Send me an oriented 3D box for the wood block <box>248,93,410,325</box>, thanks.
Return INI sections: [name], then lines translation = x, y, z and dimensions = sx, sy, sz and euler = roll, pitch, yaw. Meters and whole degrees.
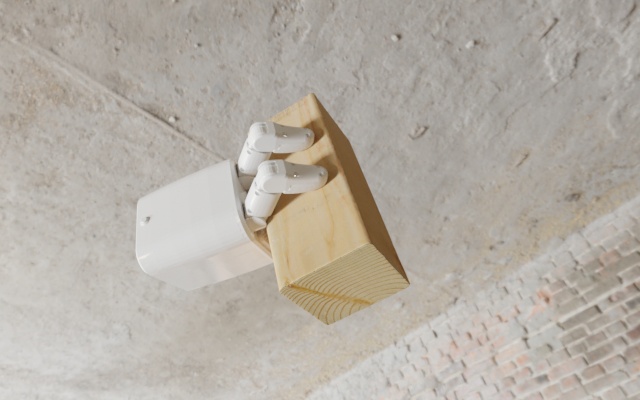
[wood block]
translation = 0.000, 0.002, 0.474
dimensions = 0.090, 0.206, 0.091
euler = -29, -42, 13
